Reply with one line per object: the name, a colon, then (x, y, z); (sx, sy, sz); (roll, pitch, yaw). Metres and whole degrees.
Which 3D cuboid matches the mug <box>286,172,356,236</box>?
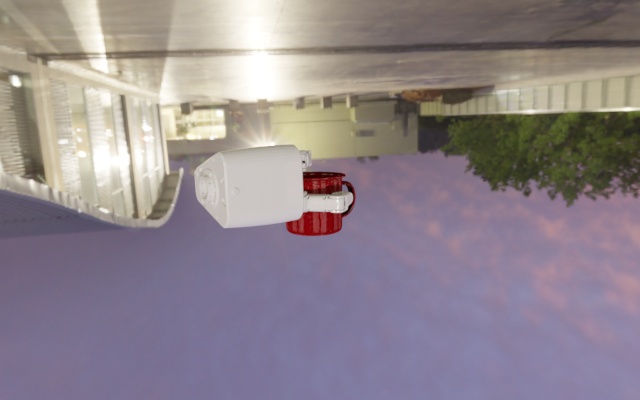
mug: (0.001, 0.002, 0.691); (0.117, 0.081, 0.093); (-7, 11, -33)
